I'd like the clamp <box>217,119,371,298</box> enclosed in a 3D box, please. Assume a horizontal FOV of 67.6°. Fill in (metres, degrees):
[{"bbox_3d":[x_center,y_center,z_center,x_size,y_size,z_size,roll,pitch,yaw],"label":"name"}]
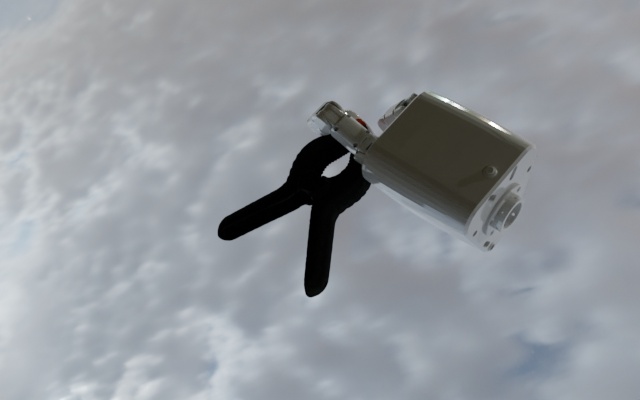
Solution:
[{"bbox_3d":[0.000,0.002,0.433,0.120,0.171,0.039,39,-10,25],"label":"clamp"}]
